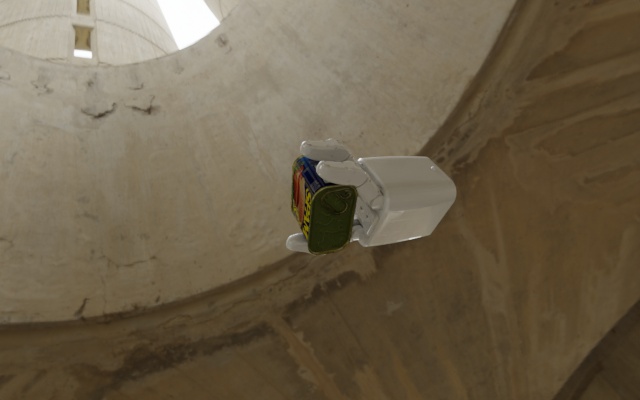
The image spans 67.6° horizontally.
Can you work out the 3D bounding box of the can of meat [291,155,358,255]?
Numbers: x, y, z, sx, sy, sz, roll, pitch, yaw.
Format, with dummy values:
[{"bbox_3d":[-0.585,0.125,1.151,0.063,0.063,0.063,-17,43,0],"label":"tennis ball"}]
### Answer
[{"bbox_3d":[0.000,0.002,0.598,0.057,0.102,0.084,-8,38,-19],"label":"can of meat"}]
